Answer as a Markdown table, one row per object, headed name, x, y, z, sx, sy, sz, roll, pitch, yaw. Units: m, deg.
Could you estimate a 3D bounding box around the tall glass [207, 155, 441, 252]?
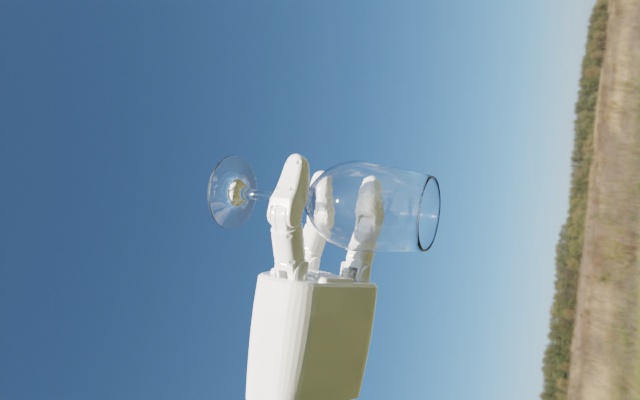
| name | x | y | z | sx | sy | sz | roll | pitch | yaw |
| --- | --- | --- | --- | --- | --- | --- | --- | --- | --- |
| tall glass | -0.001 | 0.001 | 0.427 | 0.201 | 0.079 | 0.079 | 6 | 3 | 28 |
